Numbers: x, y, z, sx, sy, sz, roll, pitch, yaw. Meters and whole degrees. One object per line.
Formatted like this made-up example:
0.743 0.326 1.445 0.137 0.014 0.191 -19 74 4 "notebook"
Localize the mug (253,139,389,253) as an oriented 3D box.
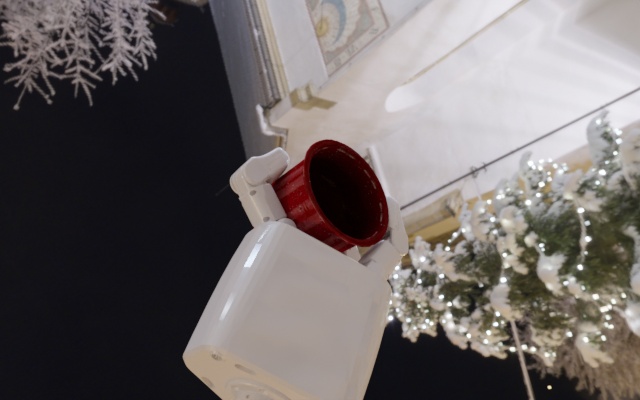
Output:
0.000 0.000 0.411 0.081 0.093 0.117 -32 21 39 "mug"
